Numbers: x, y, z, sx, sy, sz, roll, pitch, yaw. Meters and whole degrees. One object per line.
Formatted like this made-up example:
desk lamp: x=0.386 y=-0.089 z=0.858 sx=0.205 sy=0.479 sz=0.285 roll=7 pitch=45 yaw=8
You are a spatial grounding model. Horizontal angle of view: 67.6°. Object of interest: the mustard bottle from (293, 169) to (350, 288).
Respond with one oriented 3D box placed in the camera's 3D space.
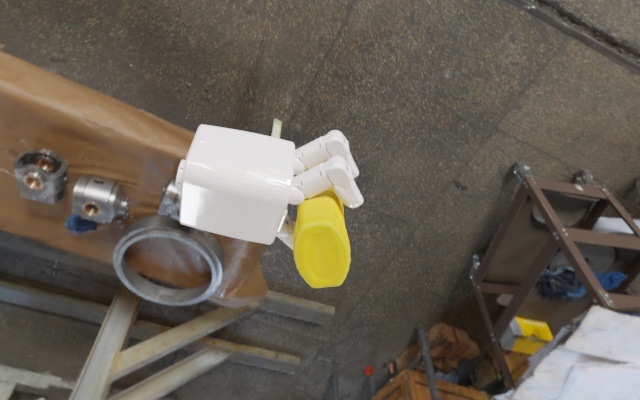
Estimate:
mustard bottle: x=0.000 y=0.002 z=0.555 sx=0.058 sy=0.096 sz=0.191 roll=-7 pitch=37 yaw=5
